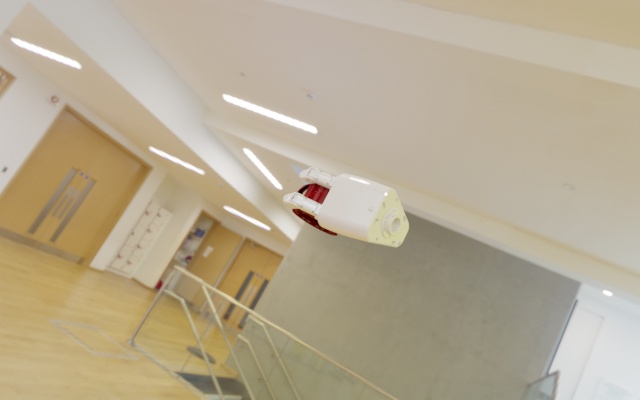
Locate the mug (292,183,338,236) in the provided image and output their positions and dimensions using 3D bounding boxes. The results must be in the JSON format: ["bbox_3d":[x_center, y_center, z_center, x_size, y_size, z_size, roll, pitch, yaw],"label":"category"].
[{"bbox_3d":[-0.001,0.002,0.870,0.117,0.081,0.093,20,-15,41],"label":"mug"}]
